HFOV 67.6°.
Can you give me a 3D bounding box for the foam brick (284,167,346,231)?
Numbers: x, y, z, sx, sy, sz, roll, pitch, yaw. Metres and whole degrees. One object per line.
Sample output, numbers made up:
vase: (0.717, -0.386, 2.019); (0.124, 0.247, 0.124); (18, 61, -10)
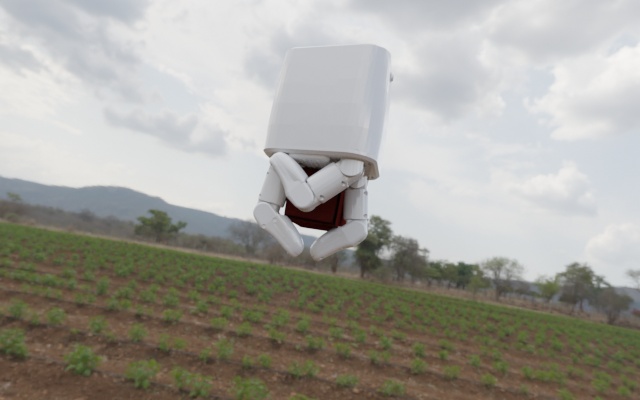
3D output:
foam brick: (0.000, 0.002, 0.485); (0.053, 0.051, 0.078); (8, -8, 10)
